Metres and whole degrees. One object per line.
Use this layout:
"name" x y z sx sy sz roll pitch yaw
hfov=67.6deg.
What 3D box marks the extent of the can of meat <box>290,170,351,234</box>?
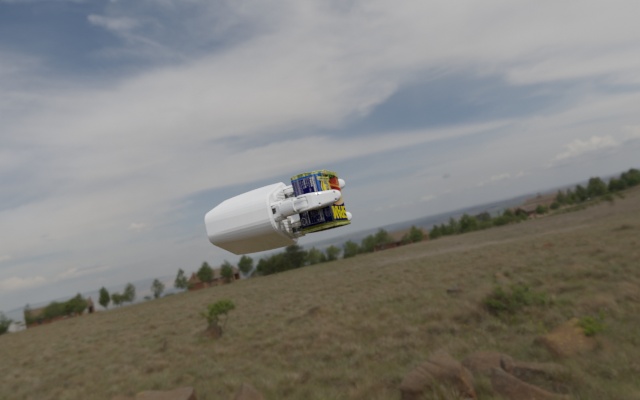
"can of meat" 0.000 0.002 0.713 0.057 0.084 0.102 -16 -6 18
